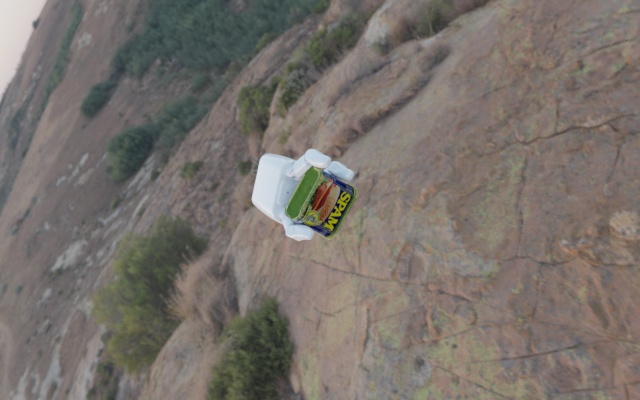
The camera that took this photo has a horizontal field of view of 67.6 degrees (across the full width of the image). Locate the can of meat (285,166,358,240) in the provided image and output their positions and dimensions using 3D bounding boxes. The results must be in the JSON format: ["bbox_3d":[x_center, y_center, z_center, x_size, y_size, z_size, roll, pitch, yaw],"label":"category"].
[{"bbox_3d":[0.000,0.003,0.804,0.084,0.102,0.057,28,1,-33],"label":"can of meat"}]
